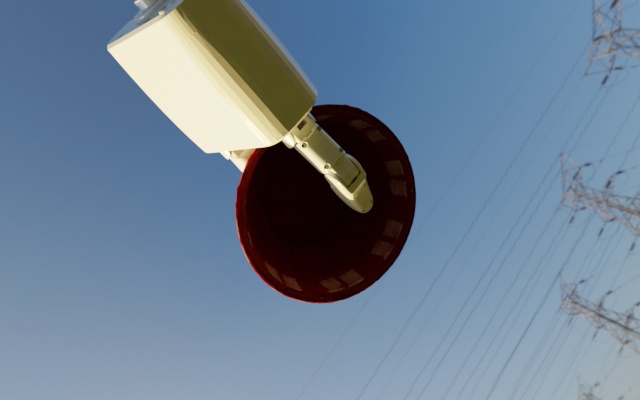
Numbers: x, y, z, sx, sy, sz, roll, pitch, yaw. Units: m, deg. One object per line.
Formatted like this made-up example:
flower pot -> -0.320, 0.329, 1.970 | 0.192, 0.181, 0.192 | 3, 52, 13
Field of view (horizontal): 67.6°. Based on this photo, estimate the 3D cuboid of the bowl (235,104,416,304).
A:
bowl -> 0.000, 0.002, 0.406 | 0.162, 0.162, 0.055 | 0, 8, -25
